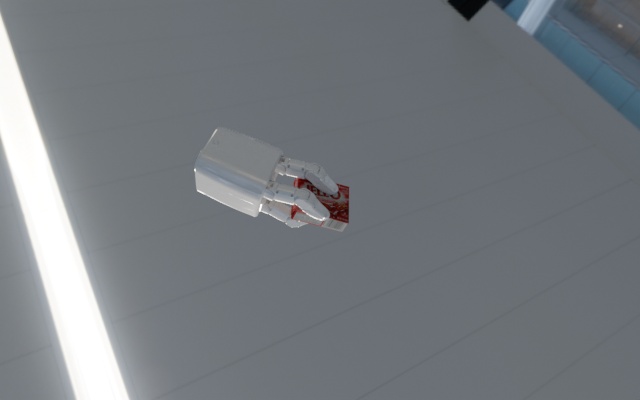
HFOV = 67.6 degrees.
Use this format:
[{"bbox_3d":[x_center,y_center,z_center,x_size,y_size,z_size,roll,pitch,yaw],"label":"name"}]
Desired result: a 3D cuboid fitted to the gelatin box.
[{"bbox_3d":[0.000,0.003,0.746,0.089,0.073,0.030,15,-40,-15],"label":"gelatin box"}]
